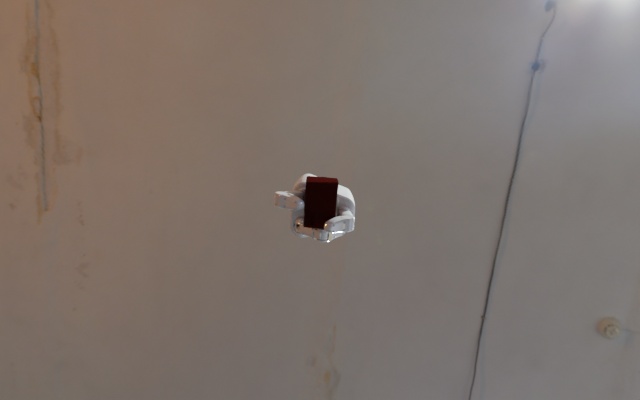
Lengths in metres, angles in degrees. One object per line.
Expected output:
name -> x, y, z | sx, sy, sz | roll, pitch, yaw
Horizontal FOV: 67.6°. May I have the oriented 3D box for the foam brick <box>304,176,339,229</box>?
foam brick -> 0.000, 0.002, 0.777 | 0.053, 0.078, 0.051 | 4, 14, -1
